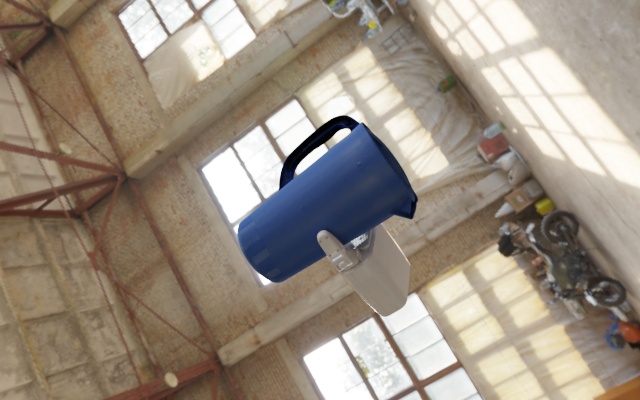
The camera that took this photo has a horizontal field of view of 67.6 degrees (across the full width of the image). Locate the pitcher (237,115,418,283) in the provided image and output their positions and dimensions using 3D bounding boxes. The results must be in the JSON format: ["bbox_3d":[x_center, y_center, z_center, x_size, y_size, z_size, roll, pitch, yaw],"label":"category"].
[{"bbox_3d":[0.000,0.002,0.677,0.243,0.145,0.149,-35,23,13],"label":"pitcher"}]
